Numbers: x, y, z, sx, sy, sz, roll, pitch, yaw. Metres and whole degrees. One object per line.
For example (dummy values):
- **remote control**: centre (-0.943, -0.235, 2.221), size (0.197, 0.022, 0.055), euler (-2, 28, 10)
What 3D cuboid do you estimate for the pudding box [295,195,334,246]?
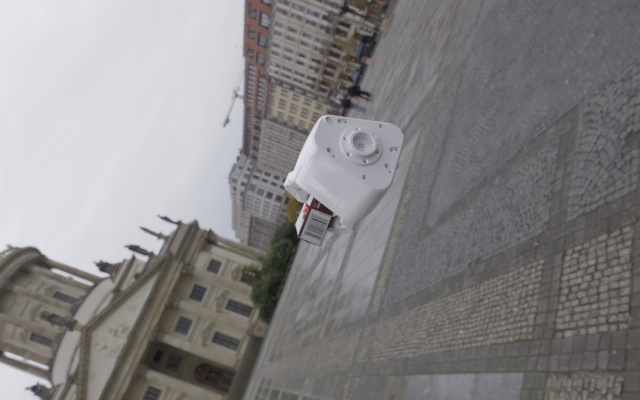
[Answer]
- **pudding box**: centre (0.000, 0.002, 0.705), size (0.039, 0.113, 0.090), euler (23, 4, -7)
